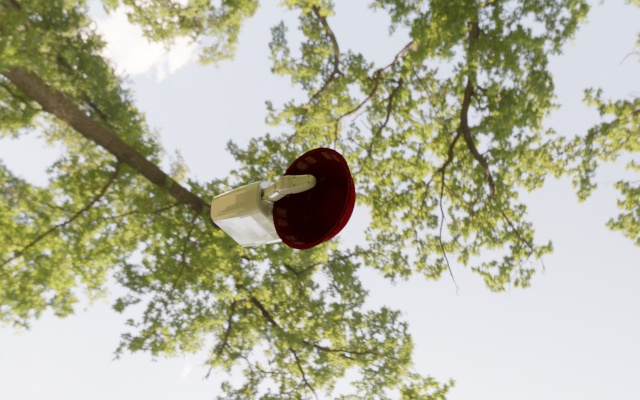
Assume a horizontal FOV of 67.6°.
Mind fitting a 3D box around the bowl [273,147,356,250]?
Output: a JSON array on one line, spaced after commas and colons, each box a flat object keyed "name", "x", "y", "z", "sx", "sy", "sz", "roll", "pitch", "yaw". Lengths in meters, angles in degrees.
[{"name": "bowl", "x": 0.001, "y": 0.002, "z": 0.735, "sx": 0.162, "sy": 0.162, "sz": 0.055, "roll": 0, "pitch": -17, "yaw": 45}]
